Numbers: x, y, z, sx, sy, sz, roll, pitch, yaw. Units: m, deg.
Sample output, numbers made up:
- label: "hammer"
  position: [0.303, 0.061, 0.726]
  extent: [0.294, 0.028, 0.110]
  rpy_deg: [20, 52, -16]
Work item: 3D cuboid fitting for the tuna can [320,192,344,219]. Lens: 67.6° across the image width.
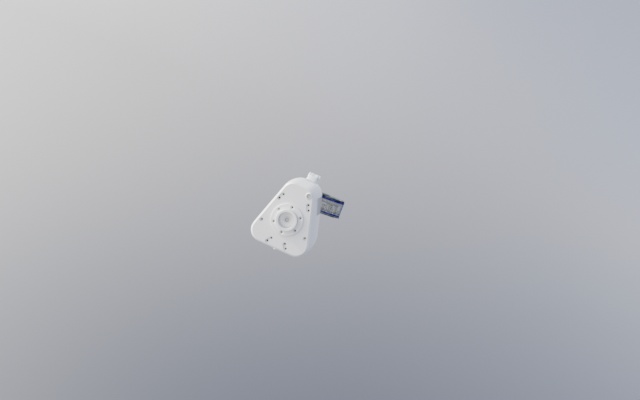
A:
- label: "tuna can"
  position: [0.000, 0.002, 0.887]
  extent: [0.086, 0.034, 0.086]
  rpy_deg: [21, 3, -1]
